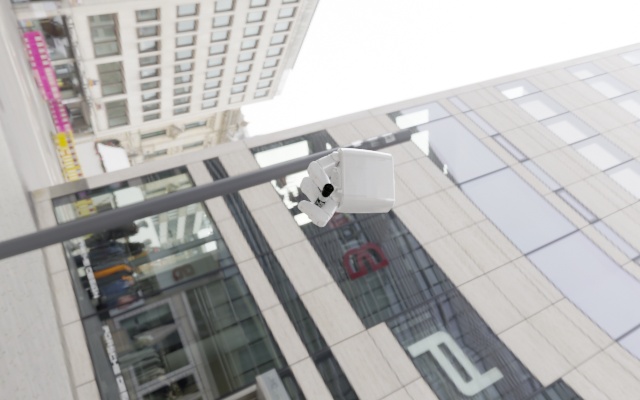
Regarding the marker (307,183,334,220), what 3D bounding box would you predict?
[{"bbox_3d":[0.000,0.003,0.861,0.020,0.020,0.121,0,-27,-18],"label":"marker"}]
